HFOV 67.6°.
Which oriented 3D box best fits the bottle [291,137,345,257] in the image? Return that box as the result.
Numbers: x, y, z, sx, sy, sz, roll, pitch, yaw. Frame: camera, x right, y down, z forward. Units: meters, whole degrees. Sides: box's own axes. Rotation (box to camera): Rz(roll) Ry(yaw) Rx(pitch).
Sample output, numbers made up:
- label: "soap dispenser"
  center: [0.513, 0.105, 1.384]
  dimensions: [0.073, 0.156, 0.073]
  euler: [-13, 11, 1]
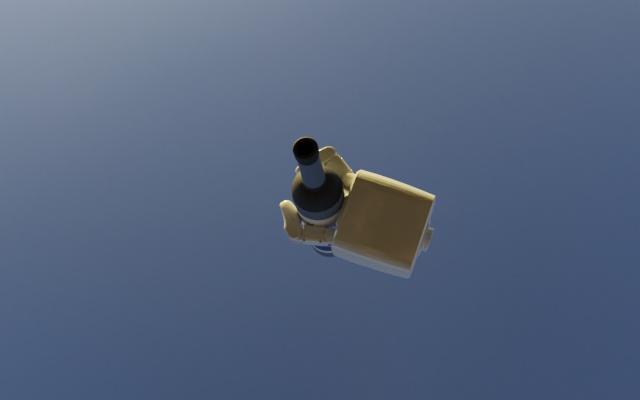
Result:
- label: "bottle"
  center: [0.000, 0.002, 0.638]
  dimensions: [0.069, 0.069, 0.296]
  euler: [0, -23, 7]
